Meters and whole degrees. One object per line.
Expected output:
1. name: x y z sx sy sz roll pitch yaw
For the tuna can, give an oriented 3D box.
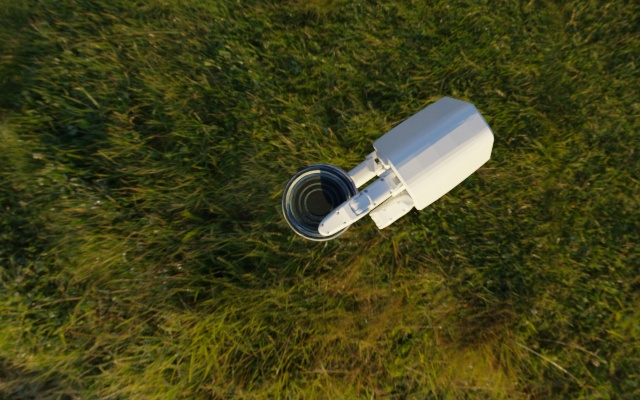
1. tuna can: 0.000 0.002 0.538 0.086 0.086 0.033 0 7 7
